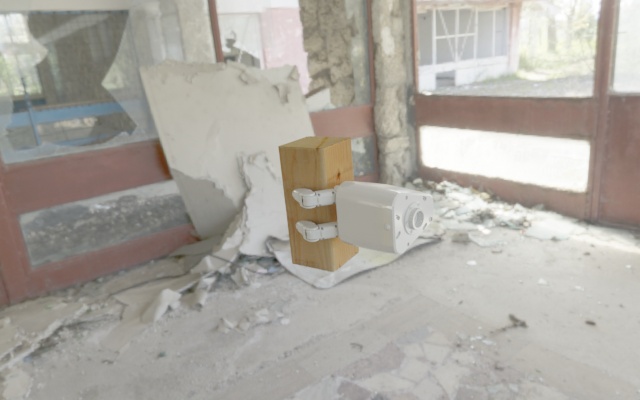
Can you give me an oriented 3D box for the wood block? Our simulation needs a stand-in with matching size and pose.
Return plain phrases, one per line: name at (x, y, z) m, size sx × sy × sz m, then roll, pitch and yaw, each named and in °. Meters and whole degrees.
wood block at (0.001, 0.002, 0.804) m, size 0.090 × 0.206 × 0.091 m, roll 6°, pitch 21°, yaw 33°
